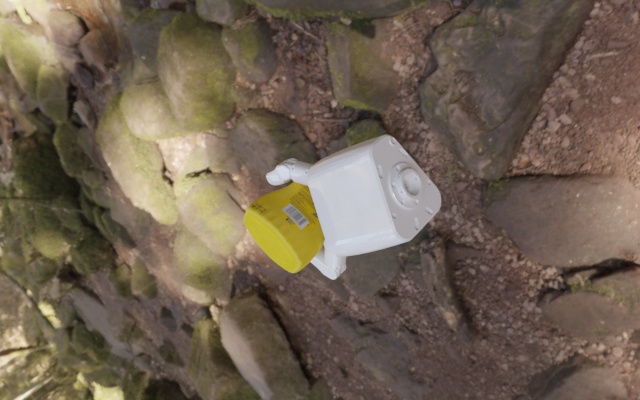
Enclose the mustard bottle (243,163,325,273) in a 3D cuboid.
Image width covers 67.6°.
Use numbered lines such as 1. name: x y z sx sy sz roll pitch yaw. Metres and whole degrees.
1. mustard bottle: 0.000 0.002 0.612 0.191 0.096 0.058 -38 -13 -37
